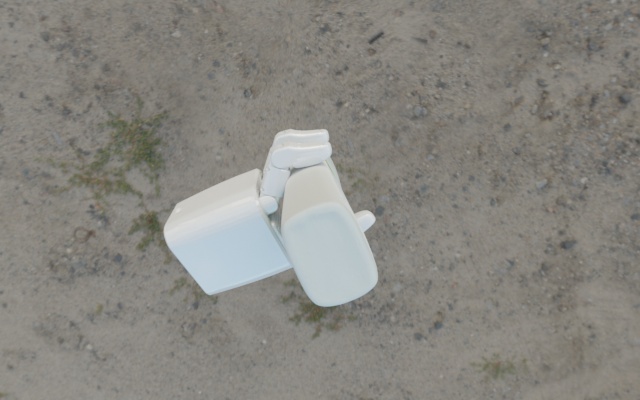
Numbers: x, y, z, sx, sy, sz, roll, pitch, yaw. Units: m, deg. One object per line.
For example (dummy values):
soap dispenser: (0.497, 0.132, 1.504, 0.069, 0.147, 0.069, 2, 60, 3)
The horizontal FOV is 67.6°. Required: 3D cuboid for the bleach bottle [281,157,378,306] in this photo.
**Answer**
bleach bottle: (0.000, 0.002, 0.518, 0.068, 0.103, 0.250, -22, 21, 5)
